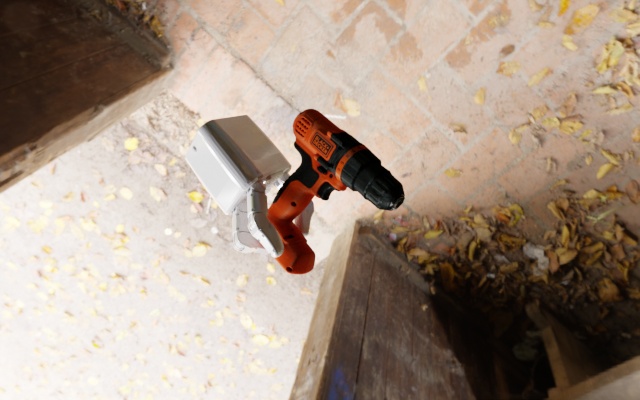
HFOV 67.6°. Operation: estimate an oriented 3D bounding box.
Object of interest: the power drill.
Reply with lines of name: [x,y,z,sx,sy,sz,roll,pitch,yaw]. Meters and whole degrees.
power drill: [0.000,0.002,0.609,0.057,0.188,0.184,5,33,-51]
